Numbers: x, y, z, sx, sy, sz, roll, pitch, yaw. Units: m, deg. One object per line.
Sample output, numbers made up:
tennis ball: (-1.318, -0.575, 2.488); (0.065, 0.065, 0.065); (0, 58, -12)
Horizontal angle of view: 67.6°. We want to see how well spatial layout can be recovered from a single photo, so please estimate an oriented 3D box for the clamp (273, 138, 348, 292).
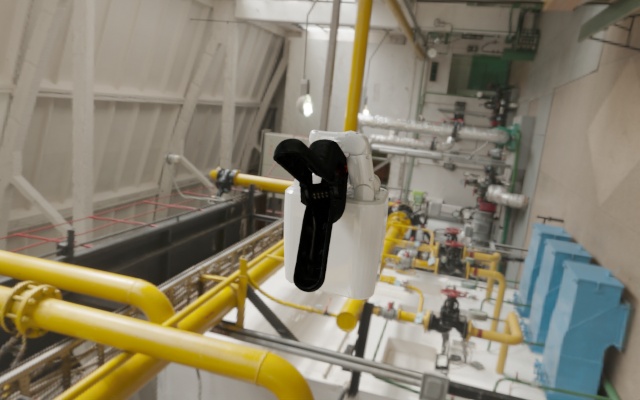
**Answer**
clamp: (-0.001, 0.001, 0.421); (0.039, 0.120, 0.171); (4, 12, 15)
